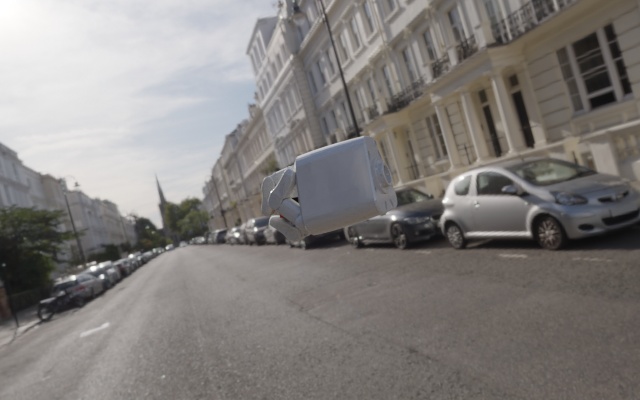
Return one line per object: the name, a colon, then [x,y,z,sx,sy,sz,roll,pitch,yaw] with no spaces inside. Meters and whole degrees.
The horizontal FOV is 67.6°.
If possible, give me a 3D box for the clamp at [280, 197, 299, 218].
clamp: [0.000,0.002,0.748,0.120,0.039,0.171,-18,-2,25]
